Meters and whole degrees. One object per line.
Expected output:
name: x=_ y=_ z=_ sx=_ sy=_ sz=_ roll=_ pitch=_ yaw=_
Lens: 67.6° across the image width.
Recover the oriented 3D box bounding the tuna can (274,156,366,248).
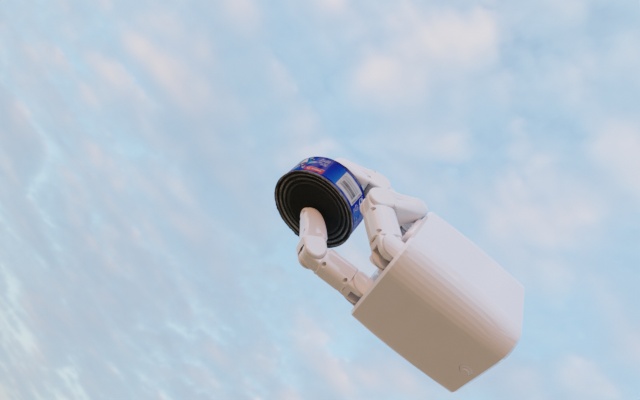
tuna can: x=0.000 y=0.001 z=0.458 sx=0.086 sy=0.086 sz=0.033 roll=0 pitch=31 yaw=37
